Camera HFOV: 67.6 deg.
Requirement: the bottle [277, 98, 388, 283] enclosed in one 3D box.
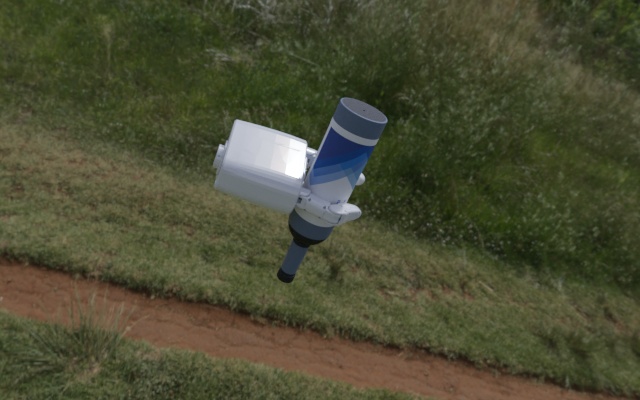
[{"bbox_3d":[0.000,0.002,0.677,0.069,0.296,0.069,20,28,-11],"label":"bottle"}]
